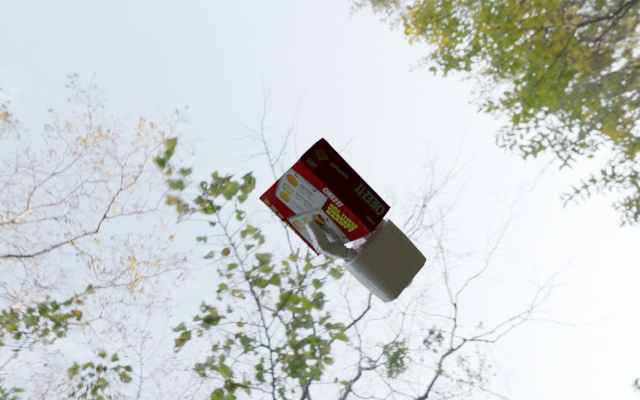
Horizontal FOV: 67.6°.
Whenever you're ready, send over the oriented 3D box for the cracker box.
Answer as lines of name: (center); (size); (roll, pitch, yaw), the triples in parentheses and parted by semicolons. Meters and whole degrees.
cracker box: (0.000, 0.003, 0.837); (0.072, 0.164, 0.214); (-48, 7, -29)
